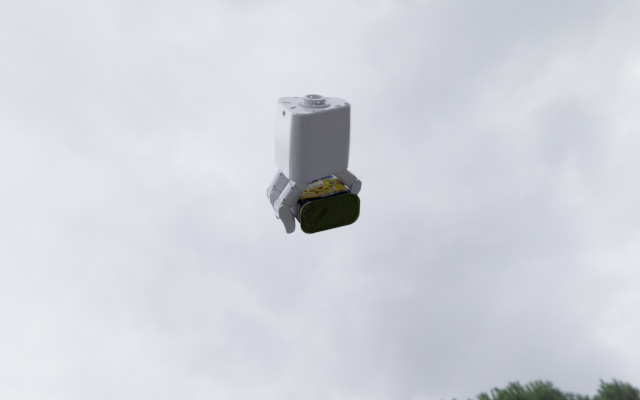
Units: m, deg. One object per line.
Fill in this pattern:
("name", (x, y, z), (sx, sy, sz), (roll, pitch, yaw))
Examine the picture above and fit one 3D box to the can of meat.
("can of meat", (0.000, 0.002, 0.770), (0.102, 0.057, 0.084), (-12, 31, -20))
